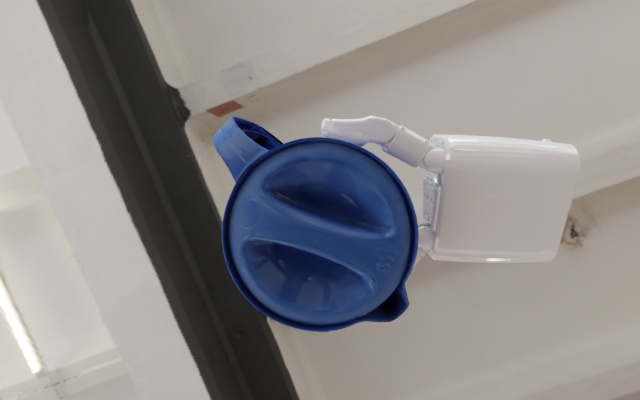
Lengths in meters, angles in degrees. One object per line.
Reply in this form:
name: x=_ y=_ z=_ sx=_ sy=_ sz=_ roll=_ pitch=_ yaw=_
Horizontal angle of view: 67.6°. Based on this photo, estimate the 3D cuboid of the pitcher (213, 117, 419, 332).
pitcher: x=0.000 y=0.001 z=0.431 sx=0.145 sy=0.149 sz=0.243 roll=0 pitch=8 yaw=4
